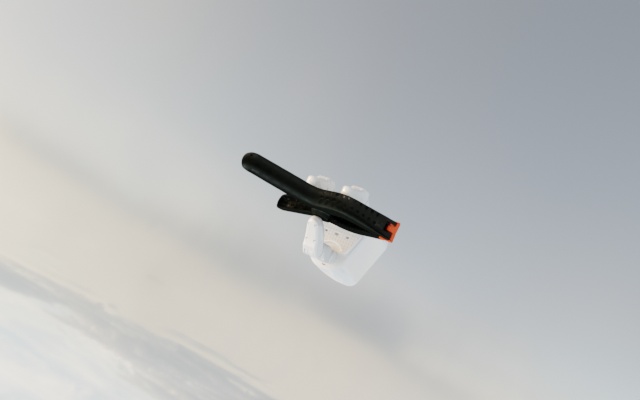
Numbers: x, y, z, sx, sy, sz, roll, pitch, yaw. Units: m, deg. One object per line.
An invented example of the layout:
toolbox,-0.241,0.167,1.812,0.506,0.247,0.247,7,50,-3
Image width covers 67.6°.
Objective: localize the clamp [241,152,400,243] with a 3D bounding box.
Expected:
clamp,0.000,0.003,0.628,0.210,0.036,0.165,19,-14,26
